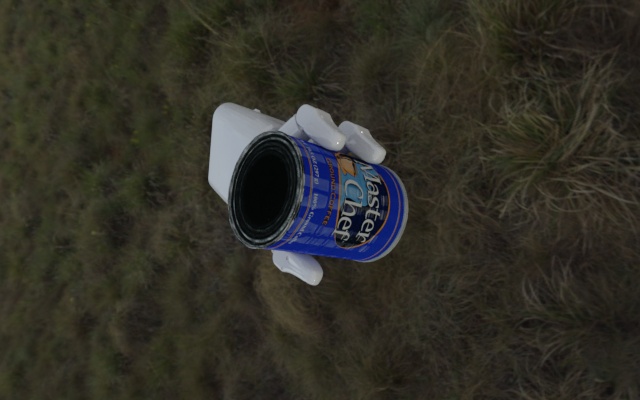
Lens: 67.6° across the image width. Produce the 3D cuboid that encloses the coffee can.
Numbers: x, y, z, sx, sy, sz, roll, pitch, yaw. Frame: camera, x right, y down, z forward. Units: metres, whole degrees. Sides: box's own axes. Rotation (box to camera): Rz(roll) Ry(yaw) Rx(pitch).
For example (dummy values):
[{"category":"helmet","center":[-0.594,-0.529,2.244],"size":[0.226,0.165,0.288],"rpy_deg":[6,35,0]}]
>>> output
[{"category":"coffee can","center":[0.000,0.002,0.450],"size":[0.140,0.103,0.103],"rpy_deg":[13,-9,-43]}]
